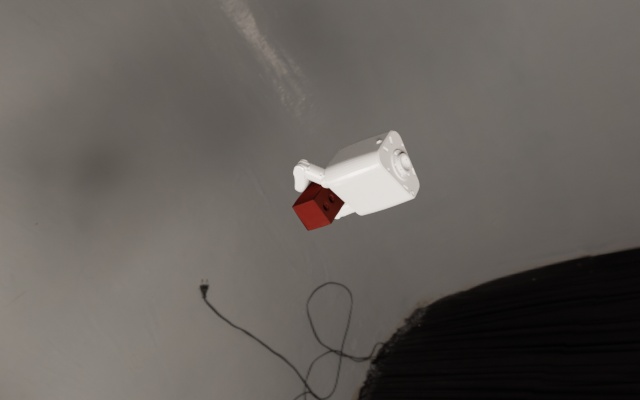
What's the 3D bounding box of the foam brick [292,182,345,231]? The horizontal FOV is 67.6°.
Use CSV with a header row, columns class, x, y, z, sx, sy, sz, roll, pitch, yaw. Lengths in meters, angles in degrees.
class,x,y,z,sx,sy,sz,roll,pitch,yaw
foam brick,0.000,0.003,0.793,0.051,0.053,0.078,-17,26,39
